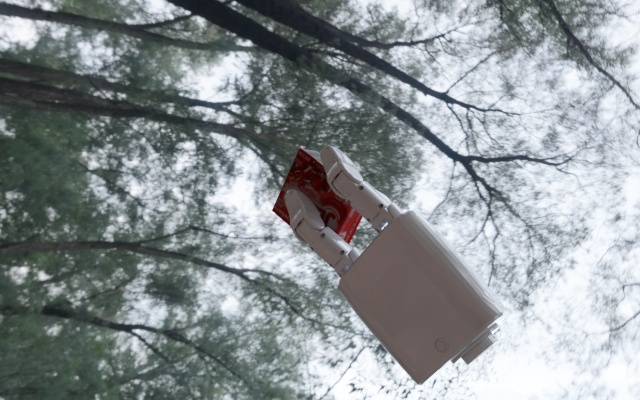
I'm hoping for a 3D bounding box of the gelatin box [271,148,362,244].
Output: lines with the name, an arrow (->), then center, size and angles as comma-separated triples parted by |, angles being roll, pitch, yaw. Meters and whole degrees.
gelatin box -> 0.000, 0.001, 0.463 | 0.030, 0.073, 0.089 | 5, 27, -49
